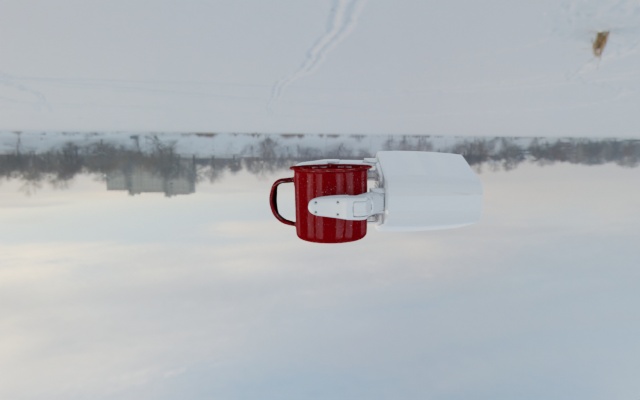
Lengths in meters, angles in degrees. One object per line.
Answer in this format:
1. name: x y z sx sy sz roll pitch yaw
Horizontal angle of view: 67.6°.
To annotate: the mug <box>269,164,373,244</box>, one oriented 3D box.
1. mug: -0.001 0.002 0.541 0.117 0.081 0.093 -1 8 2
